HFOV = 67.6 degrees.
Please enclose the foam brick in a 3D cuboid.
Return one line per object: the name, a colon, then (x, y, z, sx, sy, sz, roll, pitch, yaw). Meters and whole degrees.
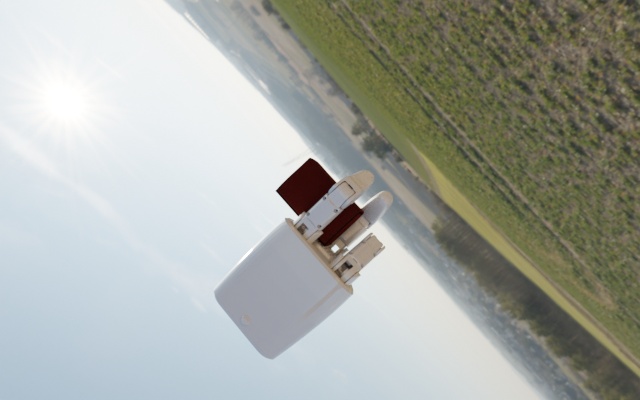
foam brick: (0.000, 0.001, 0.498, 0.051, 0.078, 0.053, -43, -8, 5)
